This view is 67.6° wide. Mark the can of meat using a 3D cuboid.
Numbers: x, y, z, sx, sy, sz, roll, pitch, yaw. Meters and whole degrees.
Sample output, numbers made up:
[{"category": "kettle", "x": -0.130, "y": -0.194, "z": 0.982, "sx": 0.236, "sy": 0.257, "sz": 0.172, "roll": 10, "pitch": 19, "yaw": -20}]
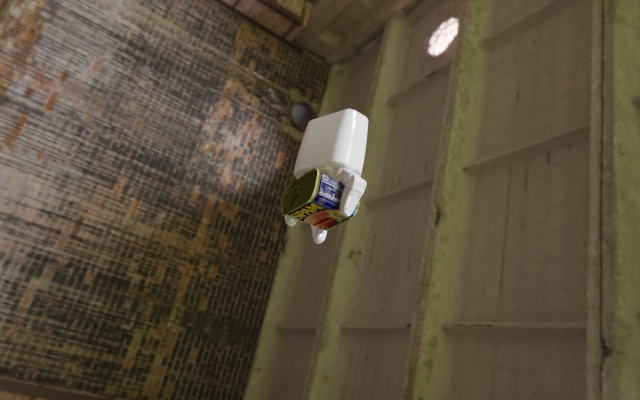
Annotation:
[{"category": "can of meat", "x": 0.000, "y": 0.003, "z": 0.741, "sx": 0.084, "sy": 0.057, "sz": 0.102, "roll": 24, "pitch": -29, "yaw": -26}]
